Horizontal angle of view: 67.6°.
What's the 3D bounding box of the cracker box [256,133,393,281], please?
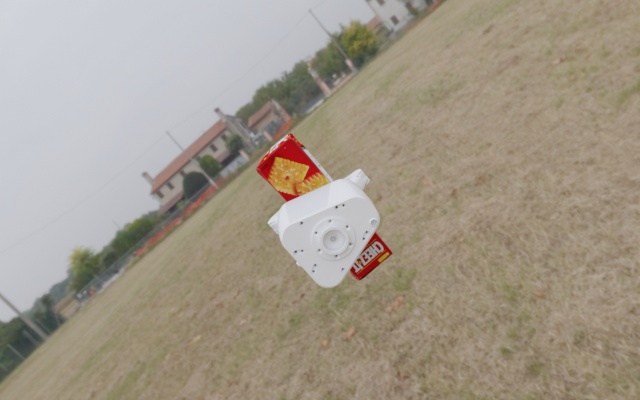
[{"bbox_3d":[0.000,0.002,0.715,0.072,0.214,0.164,-41,11,3],"label":"cracker box"}]
